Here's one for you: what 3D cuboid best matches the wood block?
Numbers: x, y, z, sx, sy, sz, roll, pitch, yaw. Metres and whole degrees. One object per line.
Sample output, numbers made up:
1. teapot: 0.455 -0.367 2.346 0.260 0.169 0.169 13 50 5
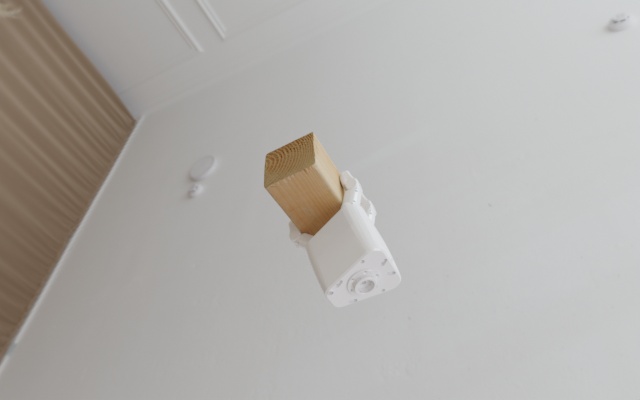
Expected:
1. wood block: 0.000 0.003 0.791 0.091 0.206 0.090 -24 38 16
